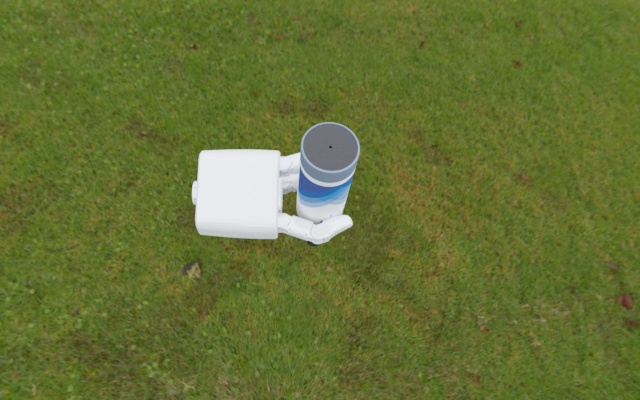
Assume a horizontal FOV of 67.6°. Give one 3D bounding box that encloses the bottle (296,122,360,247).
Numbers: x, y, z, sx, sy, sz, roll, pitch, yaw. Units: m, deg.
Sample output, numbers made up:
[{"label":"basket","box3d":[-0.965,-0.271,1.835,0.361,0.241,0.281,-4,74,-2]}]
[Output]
[{"label":"bottle","box3d":[0.000,0.002,0.664,0.069,0.069,0.296,0,-25,-5]}]
